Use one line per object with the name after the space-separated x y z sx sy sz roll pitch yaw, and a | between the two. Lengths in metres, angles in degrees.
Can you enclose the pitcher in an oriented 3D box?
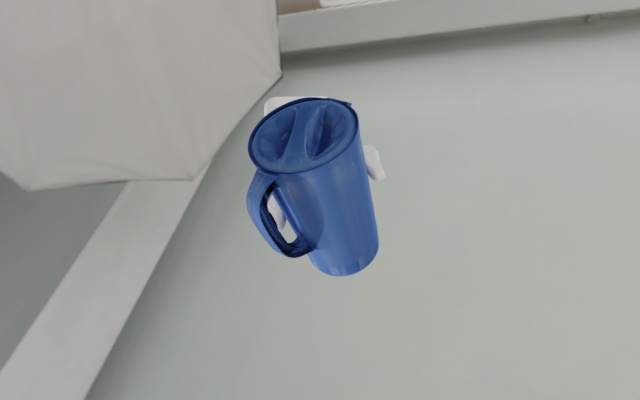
0.000 0.002 0.628 0.149 0.145 0.243 -16 -44 5 | pitcher
